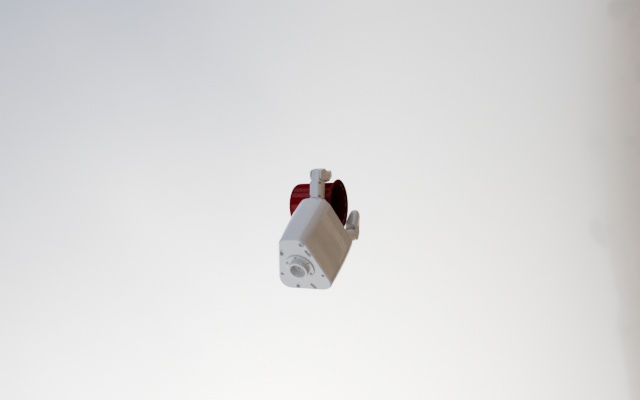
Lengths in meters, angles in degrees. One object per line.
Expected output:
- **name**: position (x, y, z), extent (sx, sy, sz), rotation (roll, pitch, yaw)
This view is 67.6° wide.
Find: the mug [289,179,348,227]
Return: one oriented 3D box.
- **mug**: position (0.000, 0.002, 0.864), extent (0.081, 0.093, 0.117), rotation (-1, 33, 23)
